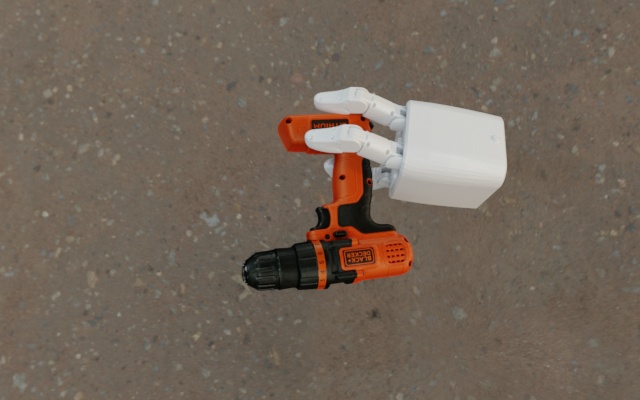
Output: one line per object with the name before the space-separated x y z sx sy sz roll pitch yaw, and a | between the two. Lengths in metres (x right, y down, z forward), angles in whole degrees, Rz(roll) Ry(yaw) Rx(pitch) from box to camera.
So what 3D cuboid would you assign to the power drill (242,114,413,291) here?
power drill | 0.000 0.001 0.523 0.184 0.187 0.057 -4 -11 -15
